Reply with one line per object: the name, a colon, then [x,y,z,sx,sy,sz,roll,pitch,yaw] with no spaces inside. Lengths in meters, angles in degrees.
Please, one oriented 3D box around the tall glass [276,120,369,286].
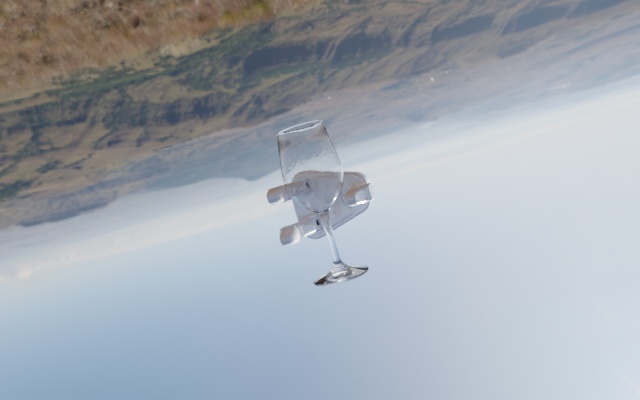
tall glass: [0.000,0.003,0.612,0.079,0.201,0.079,-16,3,1]
